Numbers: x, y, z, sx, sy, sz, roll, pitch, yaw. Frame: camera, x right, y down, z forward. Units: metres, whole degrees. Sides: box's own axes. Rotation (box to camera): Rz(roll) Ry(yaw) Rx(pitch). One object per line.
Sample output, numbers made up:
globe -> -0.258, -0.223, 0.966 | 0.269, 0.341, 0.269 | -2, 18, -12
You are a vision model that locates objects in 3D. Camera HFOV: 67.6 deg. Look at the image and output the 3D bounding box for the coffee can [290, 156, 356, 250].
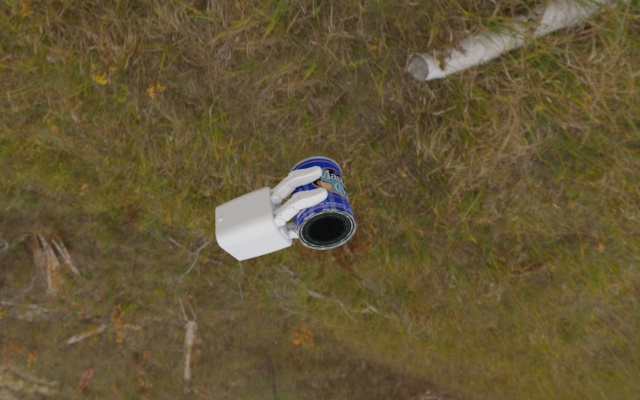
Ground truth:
coffee can -> 0.000, 0.003, 0.865 | 0.103, 0.140, 0.103 | -7, -44, -6
